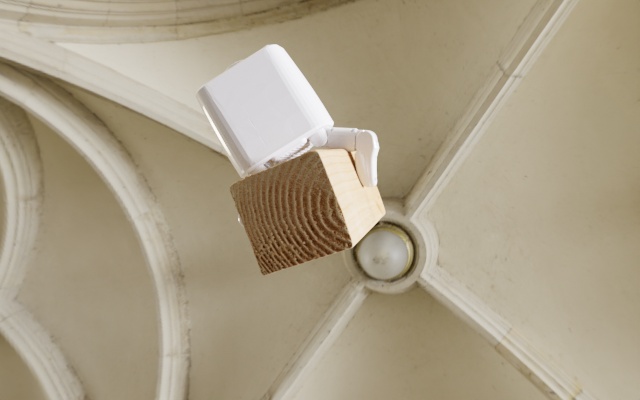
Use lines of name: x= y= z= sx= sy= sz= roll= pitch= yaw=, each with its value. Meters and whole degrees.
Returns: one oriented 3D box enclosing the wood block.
wood block: x=0.000 y=0.001 z=0.507 sx=0.091 sy=0.090 sz=0.206 roll=-20 pitch=1 yaw=17
